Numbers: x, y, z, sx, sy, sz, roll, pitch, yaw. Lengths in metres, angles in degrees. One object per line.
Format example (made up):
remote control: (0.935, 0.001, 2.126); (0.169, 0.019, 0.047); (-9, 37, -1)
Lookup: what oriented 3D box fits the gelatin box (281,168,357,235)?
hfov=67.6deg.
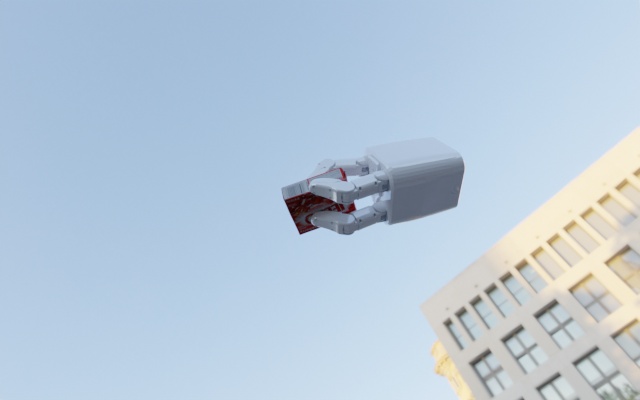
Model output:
gelatin box: (0.000, 0.002, 0.654); (0.089, 0.073, 0.030); (-19, 44, 2)
